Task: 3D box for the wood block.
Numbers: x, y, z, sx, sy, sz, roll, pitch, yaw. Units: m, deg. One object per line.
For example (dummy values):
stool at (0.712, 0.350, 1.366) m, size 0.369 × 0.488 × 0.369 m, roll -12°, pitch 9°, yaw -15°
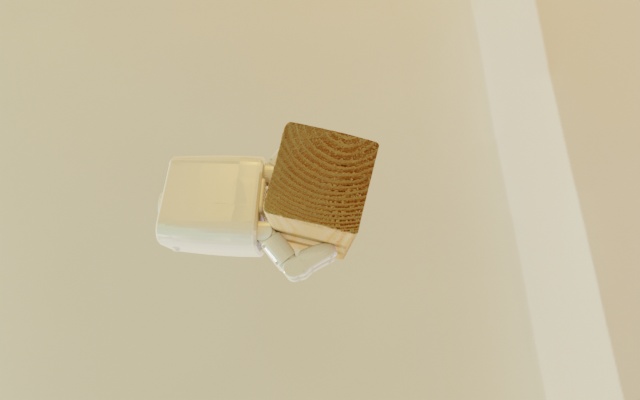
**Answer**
wood block at (0.000, 0.001, 0.527) m, size 0.090 × 0.090 × 0.206 m, roll 13°, pitch -13°, yaw 2°
